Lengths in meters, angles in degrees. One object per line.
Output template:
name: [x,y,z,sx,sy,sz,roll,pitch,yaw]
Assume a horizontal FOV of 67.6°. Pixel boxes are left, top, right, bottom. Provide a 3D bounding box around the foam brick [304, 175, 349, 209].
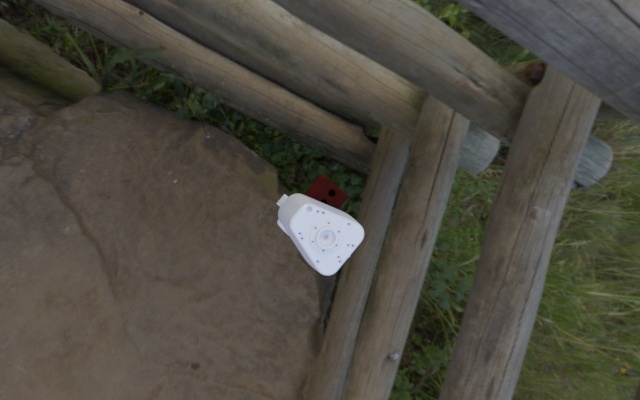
foam brick: [0.000,0.002,0.813,0.053,0.078,0.051,40,-3,-14]
